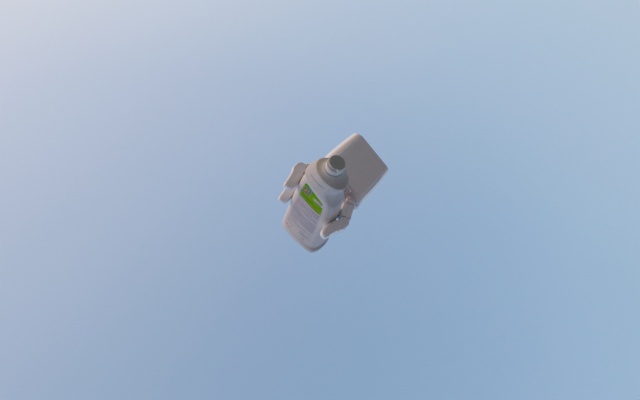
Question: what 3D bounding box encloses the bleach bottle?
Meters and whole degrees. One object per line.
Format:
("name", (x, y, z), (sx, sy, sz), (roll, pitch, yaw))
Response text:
("bleach bottle", (0.000, 0.003, 0.876), (0.068, 0.102, 0.251), (-43, -9, -32))
